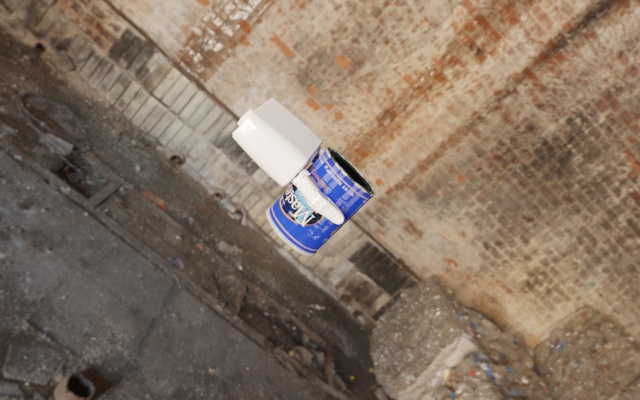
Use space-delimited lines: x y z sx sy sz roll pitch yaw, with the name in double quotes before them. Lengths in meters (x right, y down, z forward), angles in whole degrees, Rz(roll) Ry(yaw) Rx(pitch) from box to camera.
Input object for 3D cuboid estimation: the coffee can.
"coffee can" 0.000 0.003 0.740 0.140 0.103 0.103 -45 -14 15
